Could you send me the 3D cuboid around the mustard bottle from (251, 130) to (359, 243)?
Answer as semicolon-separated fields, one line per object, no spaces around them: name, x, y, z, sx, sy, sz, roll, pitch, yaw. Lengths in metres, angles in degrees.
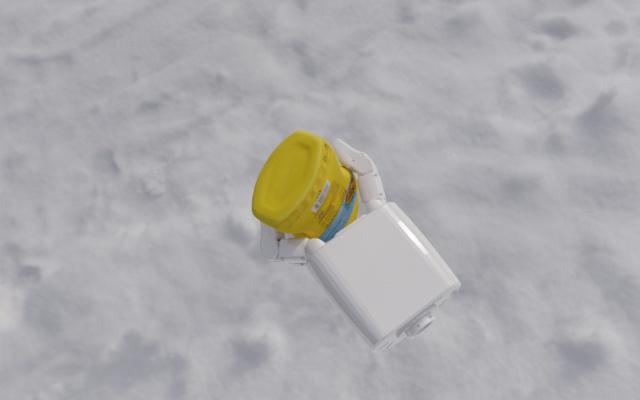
mustard bottle;0.000;0.001;0.521;0.058;0.096;0.192;25;-5;24
